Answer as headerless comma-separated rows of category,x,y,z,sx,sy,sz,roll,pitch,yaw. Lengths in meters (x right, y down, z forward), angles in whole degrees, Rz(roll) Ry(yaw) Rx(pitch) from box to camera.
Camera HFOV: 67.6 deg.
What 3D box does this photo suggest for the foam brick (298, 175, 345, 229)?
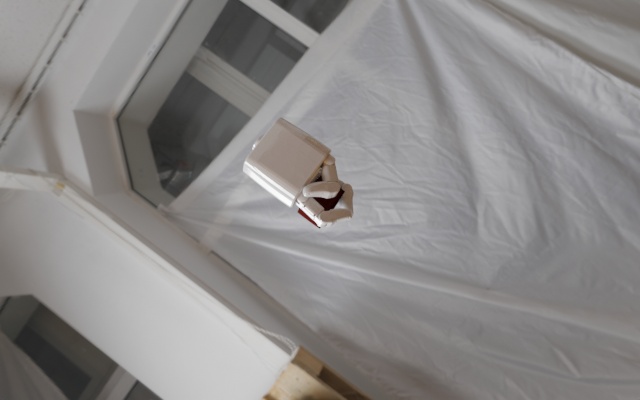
foam brick,0.000,0.003,0.837,0.051,0.053,0.078,35,-28,3
